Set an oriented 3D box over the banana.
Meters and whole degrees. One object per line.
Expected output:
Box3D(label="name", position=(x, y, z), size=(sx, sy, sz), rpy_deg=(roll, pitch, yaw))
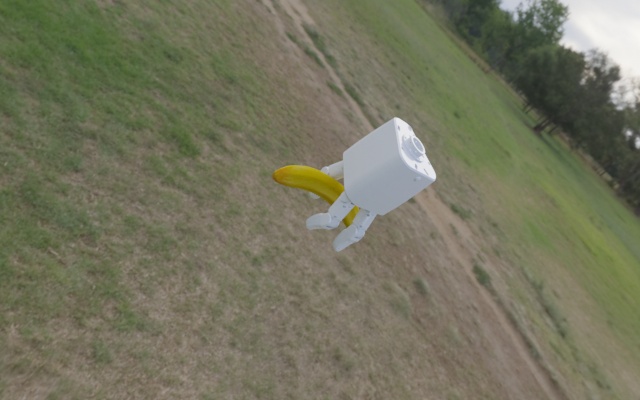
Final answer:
Box3D(label="banana", position=(0.006, -0.010, 0.772), size=(0.037, 0.069, 0.198), rpy_deg=(-23, -49, 39))
